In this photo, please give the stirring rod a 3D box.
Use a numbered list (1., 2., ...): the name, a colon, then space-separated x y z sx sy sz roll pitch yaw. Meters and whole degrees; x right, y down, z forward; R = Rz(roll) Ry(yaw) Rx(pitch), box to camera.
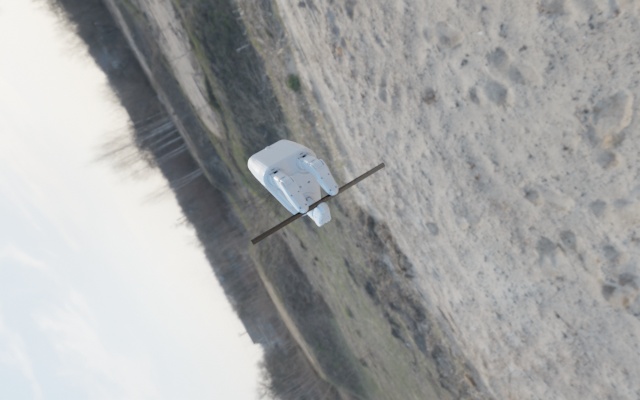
1. stirring rod: 0.000 0.002 0.732 0.239 0.011 0.011 -31 8 -14
